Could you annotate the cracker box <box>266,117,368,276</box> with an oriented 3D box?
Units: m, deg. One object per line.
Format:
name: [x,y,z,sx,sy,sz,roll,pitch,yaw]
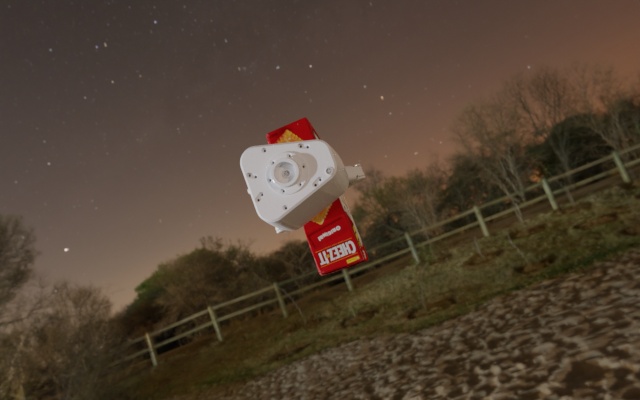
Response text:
cracker box: [0.000,0.002,0.722,0.072,0.213,0.164,-22,-10,5]
